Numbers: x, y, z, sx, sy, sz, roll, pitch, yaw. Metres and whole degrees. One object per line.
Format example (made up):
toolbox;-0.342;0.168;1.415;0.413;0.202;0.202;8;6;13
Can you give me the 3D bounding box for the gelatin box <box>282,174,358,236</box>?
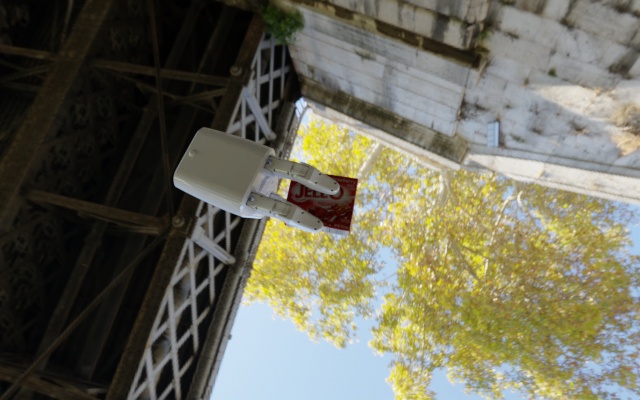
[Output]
gelatin box;0.000;0.002;0.624;0.089;0.073;0.030;9;-18;4
